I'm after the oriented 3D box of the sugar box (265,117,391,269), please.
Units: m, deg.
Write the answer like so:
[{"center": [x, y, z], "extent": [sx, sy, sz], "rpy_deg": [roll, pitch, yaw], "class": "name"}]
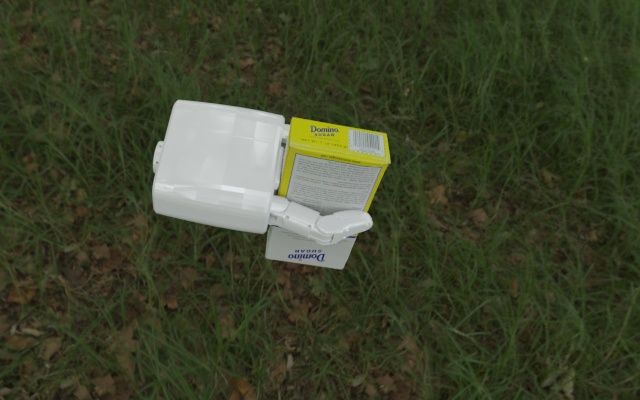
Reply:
[{"center": [0.000, 0.001, 0.489], "extent": [0.093, 0.048, 0.176], "rpy_deg": [10, -40, -8], "class": "sugar box"}]
